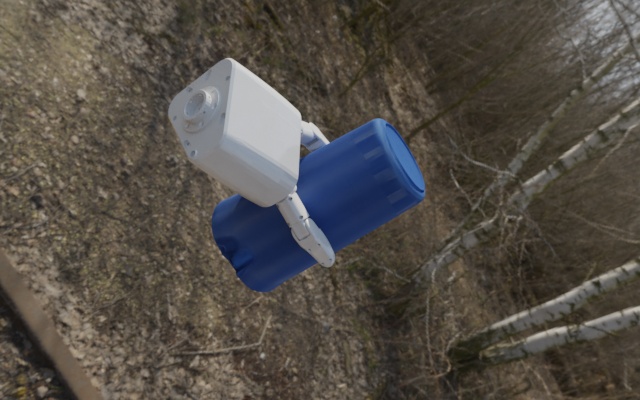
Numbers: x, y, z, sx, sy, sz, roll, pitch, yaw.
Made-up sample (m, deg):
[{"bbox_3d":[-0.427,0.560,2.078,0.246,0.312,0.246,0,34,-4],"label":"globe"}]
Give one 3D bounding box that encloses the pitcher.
[{"bbox_3d":[0.000,0.002,0.590,0.243,0.149,0.145,-29,-39,22],"label":"pitcher"}]
